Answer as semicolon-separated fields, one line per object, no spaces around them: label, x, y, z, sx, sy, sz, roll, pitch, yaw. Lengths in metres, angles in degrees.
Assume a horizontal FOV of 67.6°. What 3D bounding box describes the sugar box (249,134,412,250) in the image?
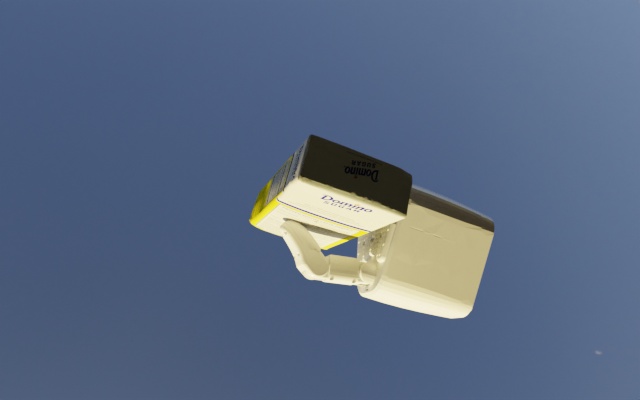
sugar box;0.000;0.001;0.438;0.093;0.048;0.176;19;-21;-16
